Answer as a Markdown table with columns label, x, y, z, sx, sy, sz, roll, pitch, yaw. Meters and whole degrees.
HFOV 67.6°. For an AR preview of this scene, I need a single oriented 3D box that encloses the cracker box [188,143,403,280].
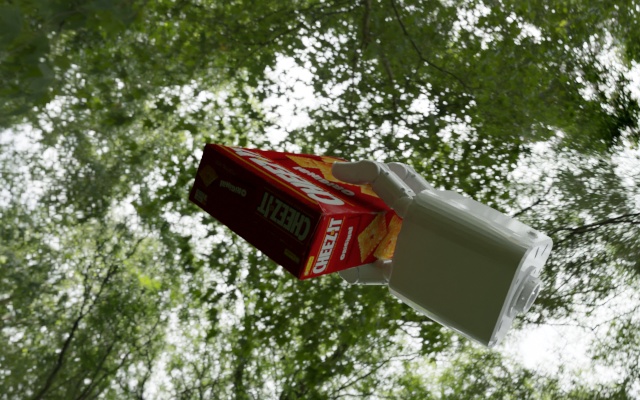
| label | x | y | z | sx | sy | sz | roll | pitch | yaw |
| --- | --- | --- | --- | --- | --- | --- | --- | --- | --- |
| cracker box | 0.000 | 0.002 | 0.509 | 0.164 | 0.072 | 0.214 | 29 | 18 | 34 |
